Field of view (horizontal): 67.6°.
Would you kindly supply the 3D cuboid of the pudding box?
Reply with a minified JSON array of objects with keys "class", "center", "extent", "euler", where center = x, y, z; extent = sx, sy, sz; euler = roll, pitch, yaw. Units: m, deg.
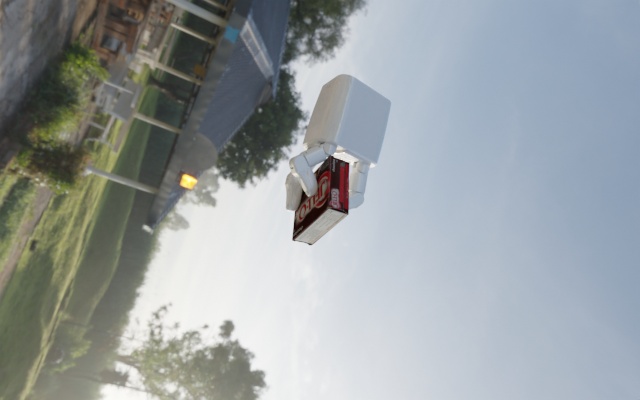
[{"class":"pudding box","center":[0.000,0.002,0.696],"extent":[0.039,0.090,0.113],"euler":[18,-36,-20]}]
